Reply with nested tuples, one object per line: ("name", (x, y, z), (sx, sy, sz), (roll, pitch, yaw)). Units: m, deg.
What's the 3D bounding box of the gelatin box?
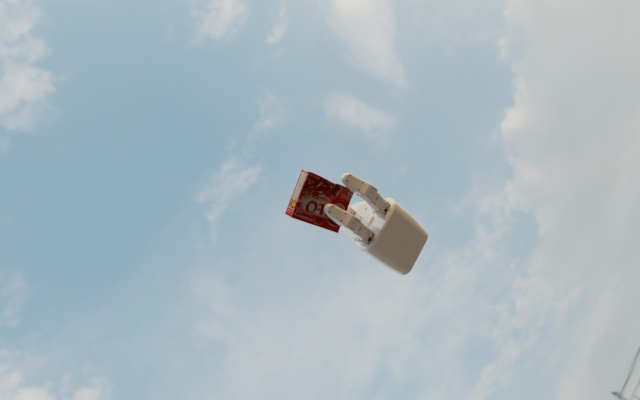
("gelatin box", (0.000, 0.002, 0.726), (0.089, 0.073, 0.030), (21, 1, -30))
